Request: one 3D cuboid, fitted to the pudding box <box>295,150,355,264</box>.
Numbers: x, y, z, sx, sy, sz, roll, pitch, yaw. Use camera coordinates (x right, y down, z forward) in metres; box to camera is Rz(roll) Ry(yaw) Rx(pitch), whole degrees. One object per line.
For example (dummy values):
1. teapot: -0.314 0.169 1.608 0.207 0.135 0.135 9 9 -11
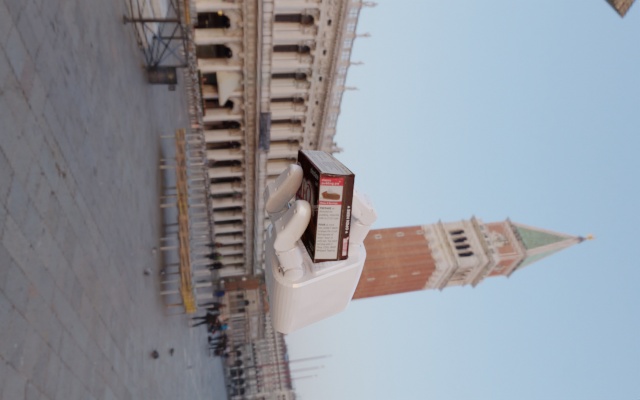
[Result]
1. pudding box: 0.000 0.002 0.490 0.039 0.090 0.113 -1 17 -15
